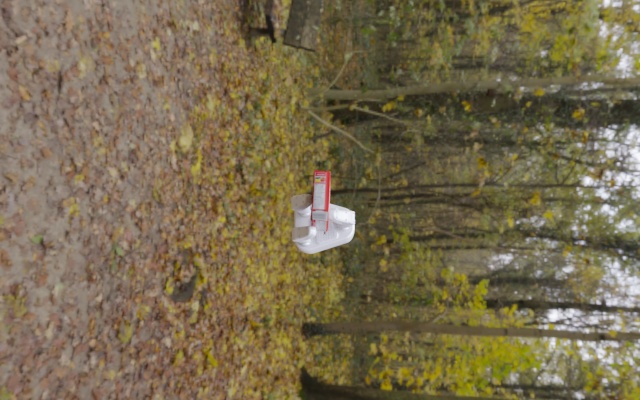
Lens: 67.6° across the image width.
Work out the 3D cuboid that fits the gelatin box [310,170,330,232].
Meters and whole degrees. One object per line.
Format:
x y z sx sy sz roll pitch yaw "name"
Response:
0.001 0.002 0.790 0.030 0.073 0.089 3 -25 1 "gelatin box"
